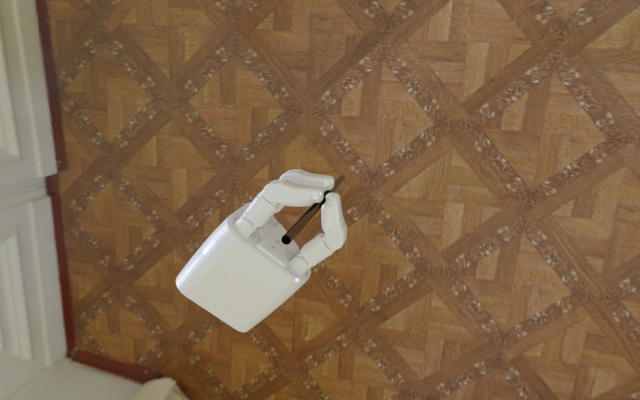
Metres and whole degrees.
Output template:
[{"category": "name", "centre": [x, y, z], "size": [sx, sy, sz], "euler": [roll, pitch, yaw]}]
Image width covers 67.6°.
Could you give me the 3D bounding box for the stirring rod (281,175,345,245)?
[{"category": "stirring rod", "centre": [0.000, 0.002, 0.493], "size": [0.011, 0.011, 0.239], "euler": [0, 14, 14]}]
